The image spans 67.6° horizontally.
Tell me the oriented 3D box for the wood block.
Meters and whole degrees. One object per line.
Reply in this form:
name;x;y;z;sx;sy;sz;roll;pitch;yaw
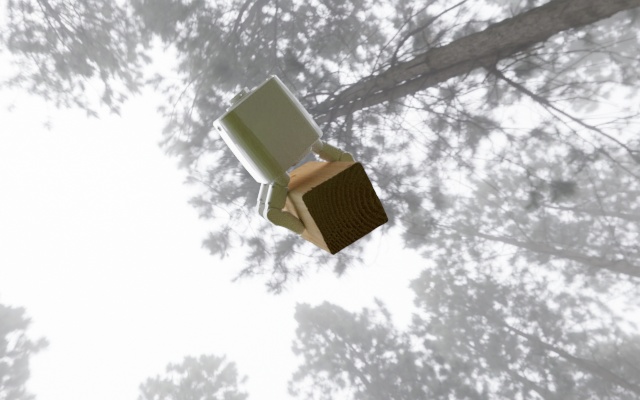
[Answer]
wood block;0.000;0.002;0.688;0.091;0.090;0.206;-31;14;-13
